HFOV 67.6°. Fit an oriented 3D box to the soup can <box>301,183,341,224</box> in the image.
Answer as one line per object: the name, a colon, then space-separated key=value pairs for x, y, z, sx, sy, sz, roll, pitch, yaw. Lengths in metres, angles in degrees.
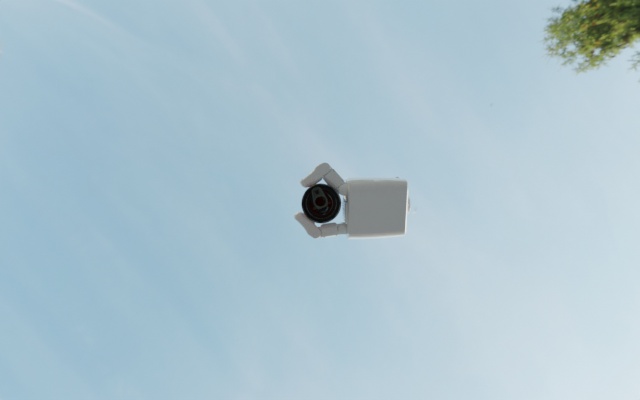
soup can: x=0.000 y=0.003 z=0.856 sx=0.068 sy=0.068 sz=0.102 roll=0 pitch=3 yaw=-2
